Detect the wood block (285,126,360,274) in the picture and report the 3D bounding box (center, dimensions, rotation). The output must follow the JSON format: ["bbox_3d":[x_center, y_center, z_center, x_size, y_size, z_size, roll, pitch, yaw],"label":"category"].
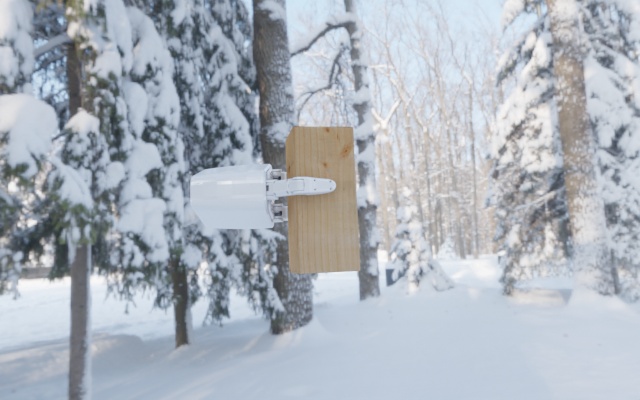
[{"bbox_3d":[0.000,0.002,0.706,0.090,0.206,0.091,-1,-6,-12],"label":"wood block"}]
